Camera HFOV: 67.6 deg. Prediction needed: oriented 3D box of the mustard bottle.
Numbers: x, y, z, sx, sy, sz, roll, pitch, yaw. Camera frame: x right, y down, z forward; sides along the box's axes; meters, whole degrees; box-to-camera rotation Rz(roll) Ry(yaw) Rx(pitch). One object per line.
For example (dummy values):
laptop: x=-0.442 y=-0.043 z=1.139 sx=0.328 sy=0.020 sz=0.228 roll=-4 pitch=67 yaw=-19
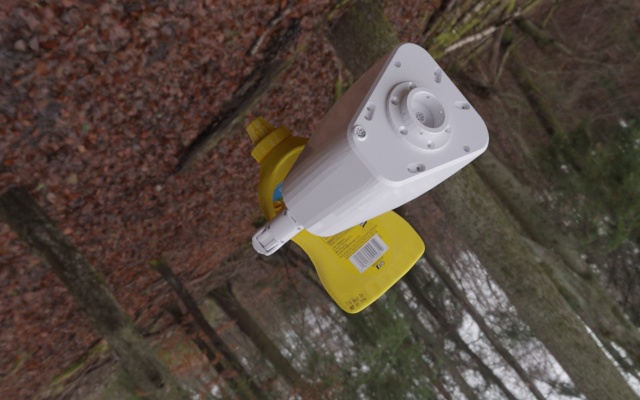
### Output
mustard bottle: x=0.000 y=0.002 z=0.437 sx=0.096 sy=0.191 sz=0.058 roll=-40 pitch=1 yaw=-7
